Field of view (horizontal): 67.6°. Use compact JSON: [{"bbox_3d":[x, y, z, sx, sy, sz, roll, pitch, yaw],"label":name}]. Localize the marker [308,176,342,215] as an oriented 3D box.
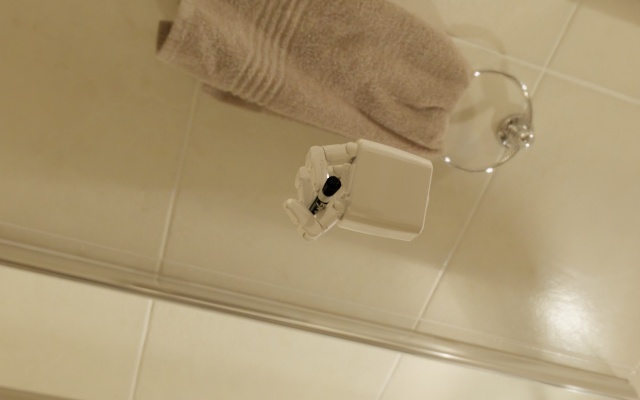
[{"bbox_3d":[0.000,0.002,0.594,0.020,0.020,0.121,0,-24,-18],"label":"marker"}]
